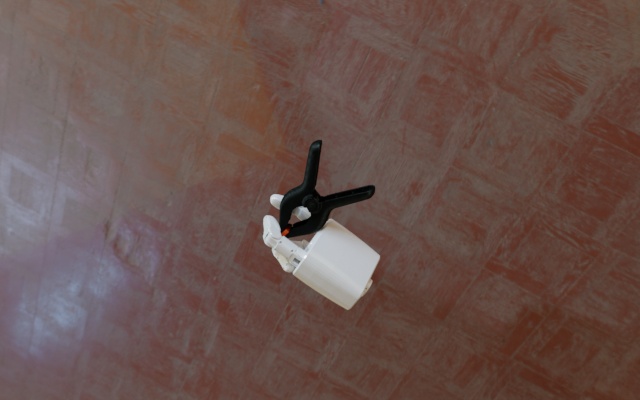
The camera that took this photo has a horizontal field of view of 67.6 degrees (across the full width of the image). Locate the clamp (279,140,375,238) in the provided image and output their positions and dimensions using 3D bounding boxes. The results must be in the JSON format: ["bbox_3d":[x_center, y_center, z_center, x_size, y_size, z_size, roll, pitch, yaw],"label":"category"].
[{"bbox_3d":[0.000,0.003,0.745,0.120,0.171,0.039,35,27,1],"label":"clamp"}]
